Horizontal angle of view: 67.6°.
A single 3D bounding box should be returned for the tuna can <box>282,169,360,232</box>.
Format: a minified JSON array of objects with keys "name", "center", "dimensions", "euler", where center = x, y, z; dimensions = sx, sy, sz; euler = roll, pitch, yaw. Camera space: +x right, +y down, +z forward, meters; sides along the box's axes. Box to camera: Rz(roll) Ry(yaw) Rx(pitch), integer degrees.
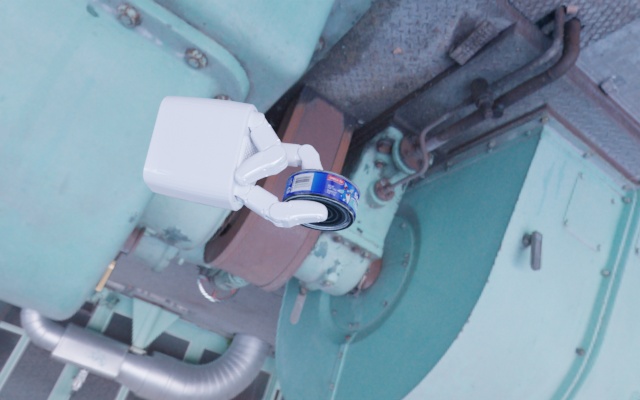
[{"name":"tuna can","center":[0.000,0.002,0.536],"dimensions":[0.086,0.033,0.086],"euler":[9,-29,5]}]
